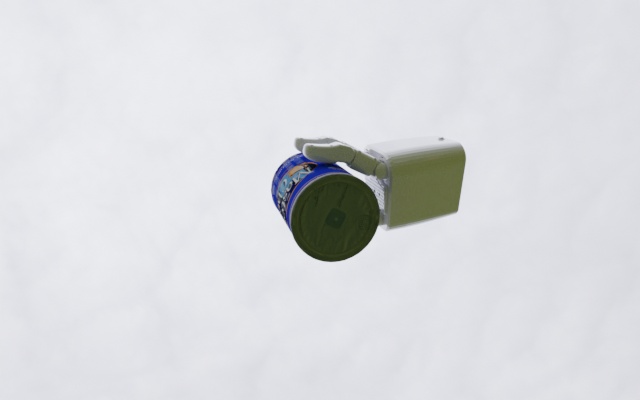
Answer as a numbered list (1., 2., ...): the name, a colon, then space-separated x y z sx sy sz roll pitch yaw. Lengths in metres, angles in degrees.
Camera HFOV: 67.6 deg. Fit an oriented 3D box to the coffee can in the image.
1. coffee can: 0.000 0.002 0.588 0.103 0.103 0.140 0 16 -15
